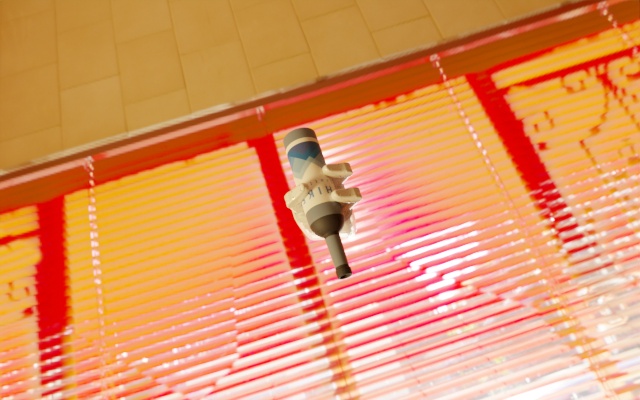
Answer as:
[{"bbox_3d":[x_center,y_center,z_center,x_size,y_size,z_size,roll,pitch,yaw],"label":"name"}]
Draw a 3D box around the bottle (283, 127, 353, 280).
[{"bbox_3d":[0.000,0.003,0.867,0.069,0.295,0.069,-15,-27,-8],"label":"bottle"}]
